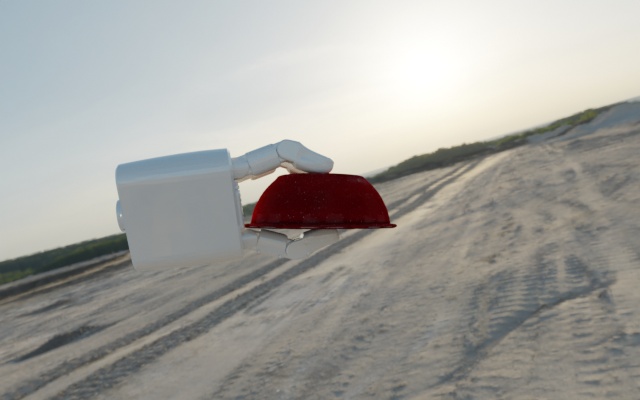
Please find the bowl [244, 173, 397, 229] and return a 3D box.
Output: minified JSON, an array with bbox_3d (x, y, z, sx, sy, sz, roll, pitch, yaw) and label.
[{"bbox_3d":[0.001,0.001,0.508,0.162,0.055,0.162,0,-2,0],"label":"bowl"}]
